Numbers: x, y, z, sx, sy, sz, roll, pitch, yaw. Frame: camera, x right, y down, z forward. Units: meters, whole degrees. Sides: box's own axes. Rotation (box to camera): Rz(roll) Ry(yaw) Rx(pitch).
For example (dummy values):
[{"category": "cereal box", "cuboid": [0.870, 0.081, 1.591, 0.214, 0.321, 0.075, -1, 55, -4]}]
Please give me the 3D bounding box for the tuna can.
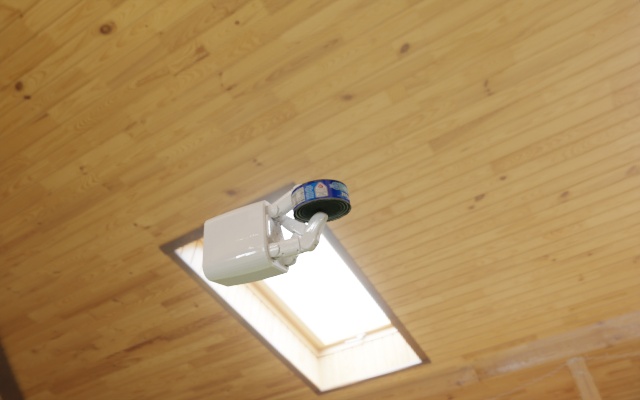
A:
[{"category": "tuna can", "cuboid": [0.000, 0.002, 0.693, 0.086, 0.033, 0.086, -7, -24, -3]}]
